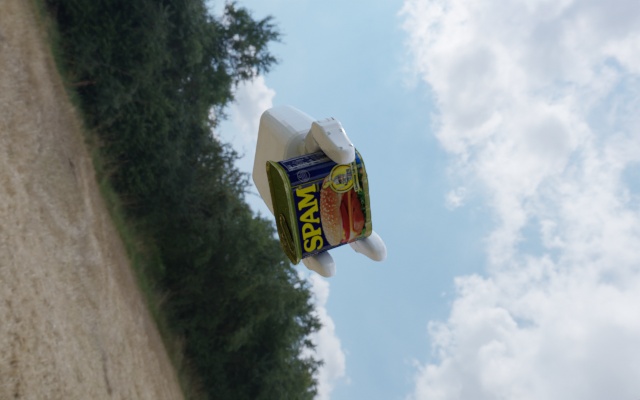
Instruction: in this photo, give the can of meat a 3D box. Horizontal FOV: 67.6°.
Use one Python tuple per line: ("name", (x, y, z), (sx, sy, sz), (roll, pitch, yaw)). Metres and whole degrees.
("can of meat", (0.000, 0.001, 0.467), (0.084, 0.102, 0.057), (-17, 28, -18))
